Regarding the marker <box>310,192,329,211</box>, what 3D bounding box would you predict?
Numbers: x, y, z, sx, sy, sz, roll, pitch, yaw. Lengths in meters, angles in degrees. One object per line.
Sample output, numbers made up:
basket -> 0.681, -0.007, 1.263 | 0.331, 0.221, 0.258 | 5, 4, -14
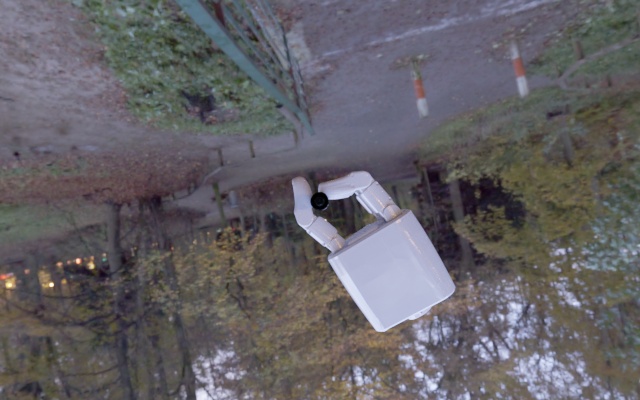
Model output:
marker -> 0.000, 0.002, 0.534 | 0.020, 0.020, 0.121 | 0, -1, 1
